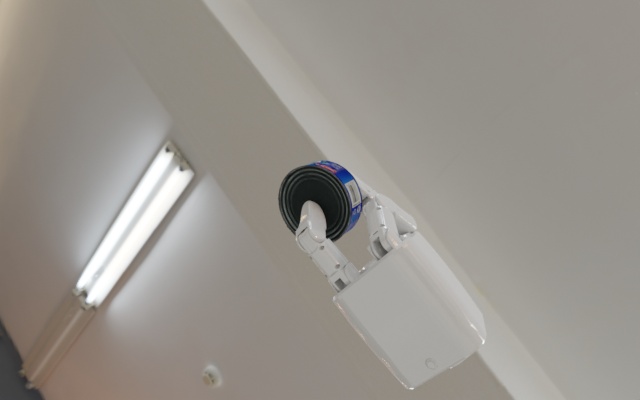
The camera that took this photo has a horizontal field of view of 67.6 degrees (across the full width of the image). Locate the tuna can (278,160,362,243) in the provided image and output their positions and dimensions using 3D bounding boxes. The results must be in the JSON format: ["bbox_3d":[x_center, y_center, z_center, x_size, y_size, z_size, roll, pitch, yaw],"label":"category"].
[{"bbox_3d":[0.000,0.001,0.503,0.086,0.086,0.033,0,15,30],"label":"tuna can"}]
